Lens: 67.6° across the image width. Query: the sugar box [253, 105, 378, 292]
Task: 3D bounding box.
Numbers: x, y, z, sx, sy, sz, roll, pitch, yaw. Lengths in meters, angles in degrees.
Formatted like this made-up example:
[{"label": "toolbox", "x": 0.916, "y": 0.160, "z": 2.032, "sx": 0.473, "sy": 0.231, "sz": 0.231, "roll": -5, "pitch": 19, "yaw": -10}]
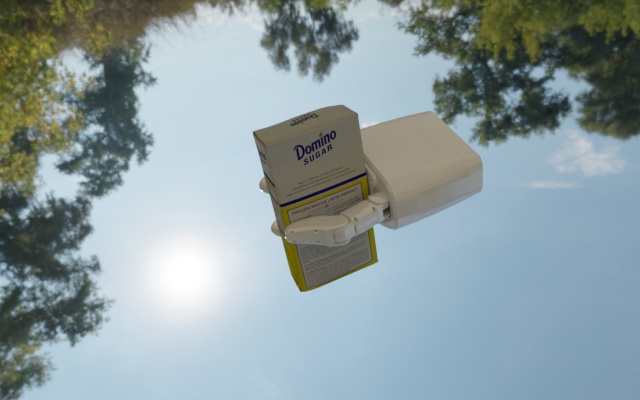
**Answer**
[{"label": "sugar box", "x": 0.000, "y": 0.001, "z": 0.475, "sx": 0.093, "sy": 0.176, "sz": 0.048, "roll": -21, "pitch": 32, "yaw": -15}]
